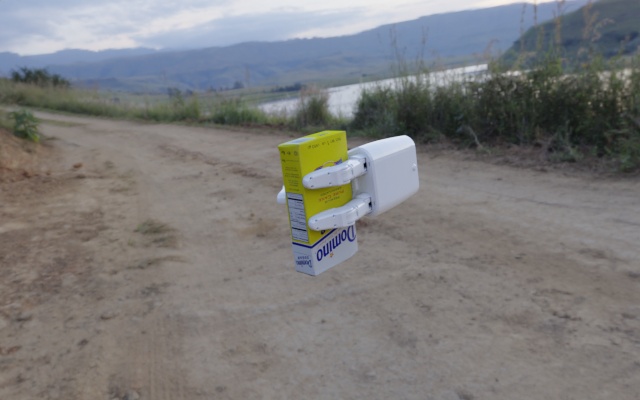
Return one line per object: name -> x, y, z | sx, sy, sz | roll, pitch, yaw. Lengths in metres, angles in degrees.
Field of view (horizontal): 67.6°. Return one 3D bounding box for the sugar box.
sugar box -> 0.001, 0.002, 0.637 | 0.048, 0.176, 0.093 | 5, 21, 44
